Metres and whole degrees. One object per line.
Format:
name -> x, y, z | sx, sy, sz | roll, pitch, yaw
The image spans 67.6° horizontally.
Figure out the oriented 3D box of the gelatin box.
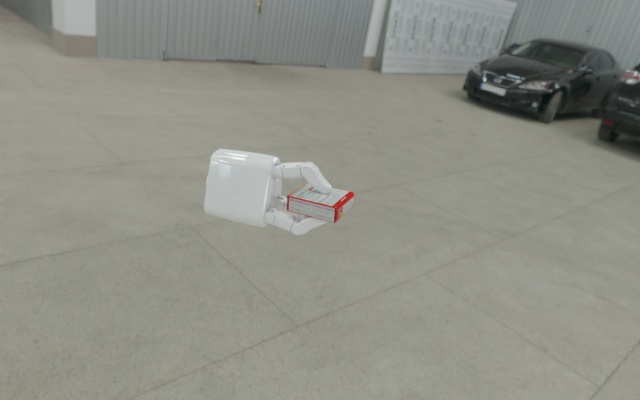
gelatin box -> 0.000, 0.002, 0.774 | 0.089, 0.030, 0.073 | 12, 25, 23
